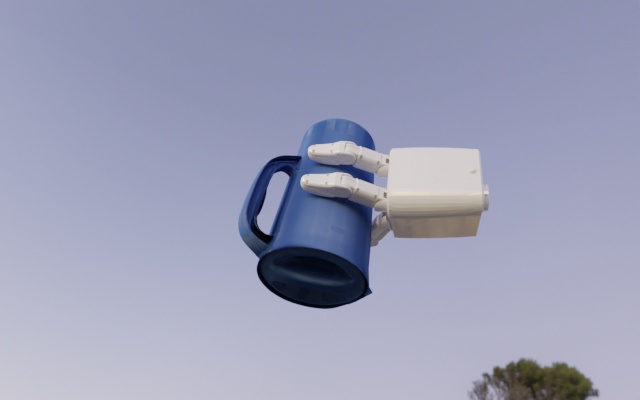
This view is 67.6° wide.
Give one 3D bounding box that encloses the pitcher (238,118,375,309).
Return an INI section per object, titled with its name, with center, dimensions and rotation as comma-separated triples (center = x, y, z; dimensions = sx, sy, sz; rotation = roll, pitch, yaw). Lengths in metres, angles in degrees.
[pitcher]
center = 0.000, 0.002, 0.621
dimensions = 0.145, 0.242, 0.149
rotation = -1, -41, 15
